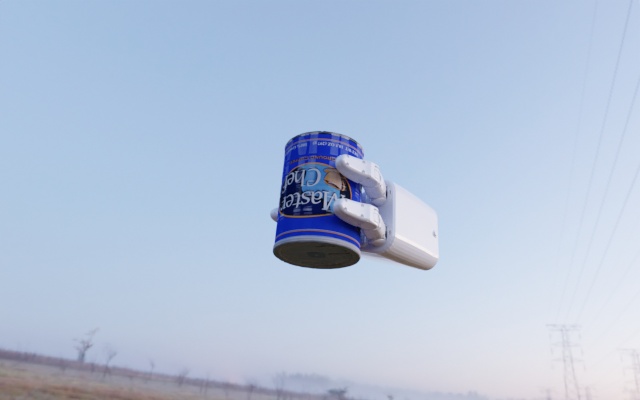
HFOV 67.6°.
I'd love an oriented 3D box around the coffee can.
[{"bbox_3d":[0.000,0.002,0.582,0.103,0.140,0.103,4,-24,2],"label":"coffee can"}]
